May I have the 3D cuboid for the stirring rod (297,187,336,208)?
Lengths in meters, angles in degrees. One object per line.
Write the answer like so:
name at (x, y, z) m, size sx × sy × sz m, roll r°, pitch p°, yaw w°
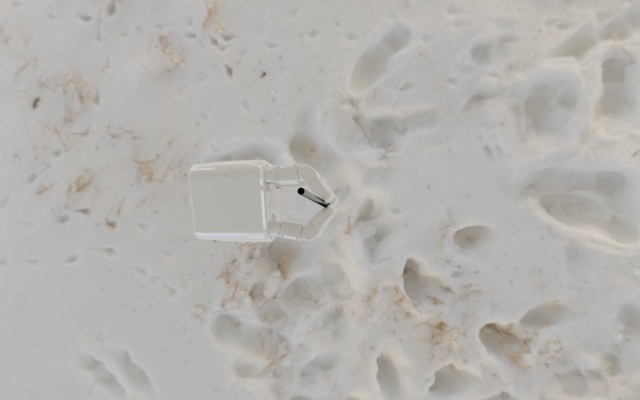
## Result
stirring rod at (0.000, 0.002, 0.610) m, size 0.011 × 0.011 × 0.239 m, roll 0°, pitch -6°, yaw 10°
